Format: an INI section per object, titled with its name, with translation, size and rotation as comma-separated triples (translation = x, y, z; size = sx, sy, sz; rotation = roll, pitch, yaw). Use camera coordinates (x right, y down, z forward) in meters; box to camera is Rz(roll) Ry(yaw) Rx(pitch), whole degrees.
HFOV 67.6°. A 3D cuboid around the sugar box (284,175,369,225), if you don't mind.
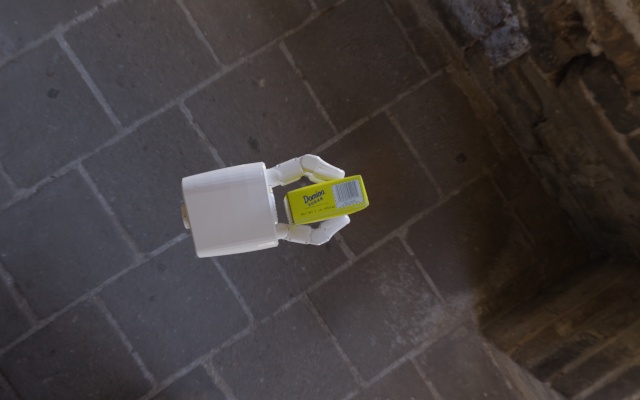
[sugar box]
translation = 0.000, 0.002, 0.641
size = 0.093, 0.048, 0.176
rotation = -13, 2, -7
